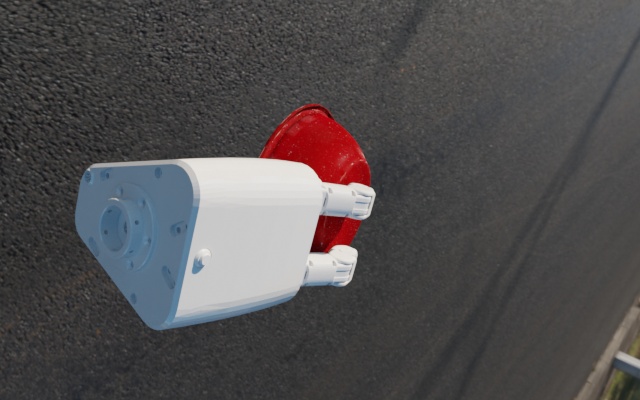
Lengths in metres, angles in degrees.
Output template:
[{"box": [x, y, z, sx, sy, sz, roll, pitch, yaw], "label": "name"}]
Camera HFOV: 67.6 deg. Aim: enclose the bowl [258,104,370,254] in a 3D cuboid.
[{"box": [0.001, 0.001, 0.419, 0.055, 0.162, 0.162, 19, 8, 23], "label": "bowl"}]
